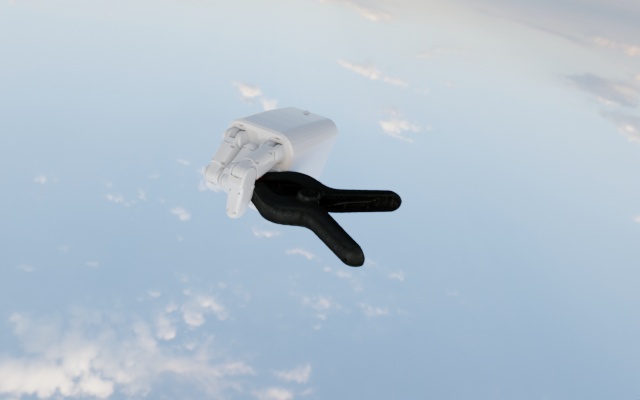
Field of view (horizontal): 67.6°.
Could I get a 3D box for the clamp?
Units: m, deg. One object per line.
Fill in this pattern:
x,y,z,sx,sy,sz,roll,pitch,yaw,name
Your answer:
0.000,0.002,0.514,0.171,0.039,0.120,27,36,25,clamp
